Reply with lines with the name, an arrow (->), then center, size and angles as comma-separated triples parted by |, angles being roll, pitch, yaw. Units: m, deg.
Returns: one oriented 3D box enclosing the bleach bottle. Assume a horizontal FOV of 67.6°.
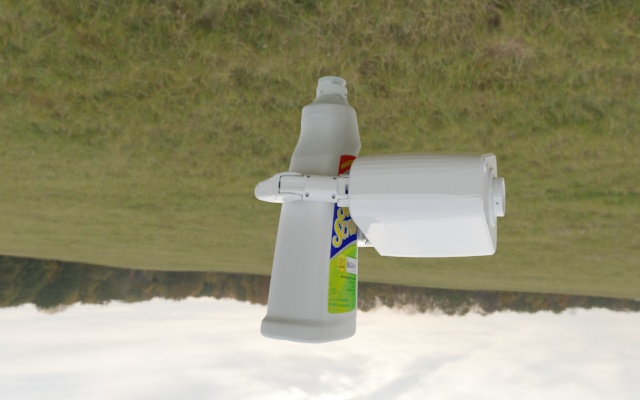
bleach bottle -> 0.000, 0.002, 0.456 | 0.068, 0.250, 0.102 | -1, -10, 26
